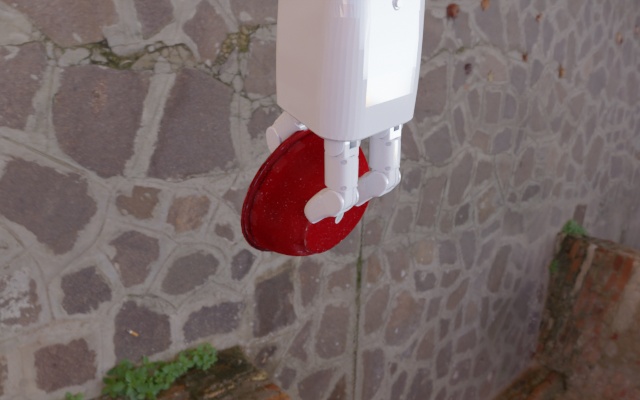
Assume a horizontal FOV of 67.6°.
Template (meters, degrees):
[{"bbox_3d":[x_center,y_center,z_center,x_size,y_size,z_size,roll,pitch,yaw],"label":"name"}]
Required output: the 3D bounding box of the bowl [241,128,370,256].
[{"bbox_3d":[0.000,0.003,0.485,0.055,0.162,0.162,39,22,29],"label":"bowl"}]
